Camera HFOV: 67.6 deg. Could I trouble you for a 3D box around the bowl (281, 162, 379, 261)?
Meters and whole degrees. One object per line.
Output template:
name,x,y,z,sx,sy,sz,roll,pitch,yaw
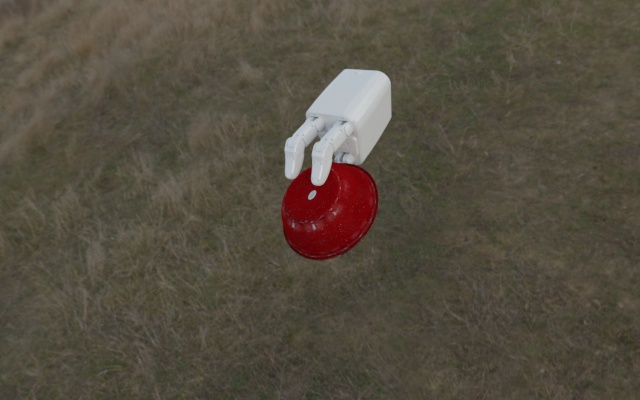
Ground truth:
bowl,0.000,0.003,0.691,0.162,0.162,0.055,0,-27,33
